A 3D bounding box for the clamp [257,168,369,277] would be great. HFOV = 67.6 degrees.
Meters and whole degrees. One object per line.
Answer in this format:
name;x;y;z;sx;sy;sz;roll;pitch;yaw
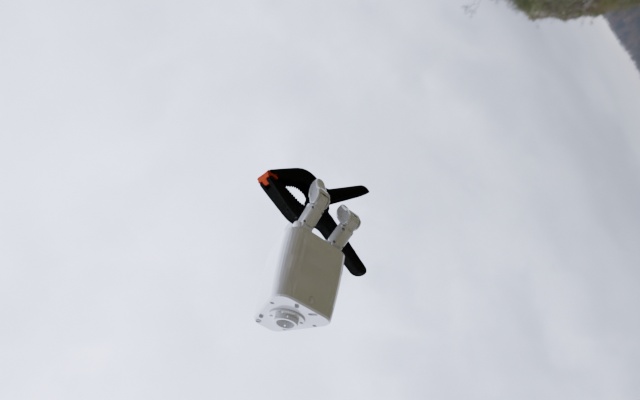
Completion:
clamp;-0.001;0.003;0.729;0.210;0.164;0.036;34;-44;-25
